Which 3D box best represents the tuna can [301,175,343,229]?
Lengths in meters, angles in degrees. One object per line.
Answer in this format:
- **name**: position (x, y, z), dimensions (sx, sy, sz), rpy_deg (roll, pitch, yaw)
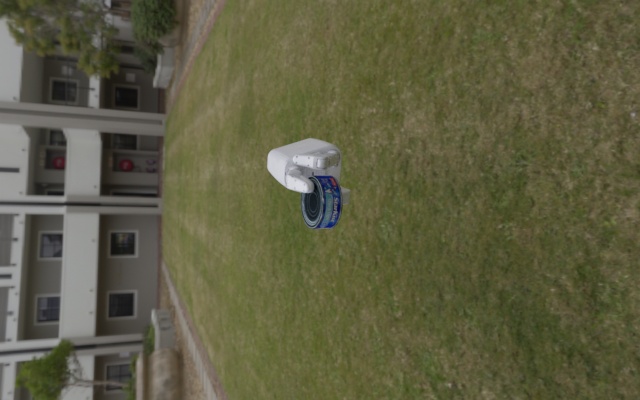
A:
- **tuna can**: position (0.000, 0.002, 0.756), dimensions (0.034, 0.086, 0.086), rpy_deg (0, 0, -26)
